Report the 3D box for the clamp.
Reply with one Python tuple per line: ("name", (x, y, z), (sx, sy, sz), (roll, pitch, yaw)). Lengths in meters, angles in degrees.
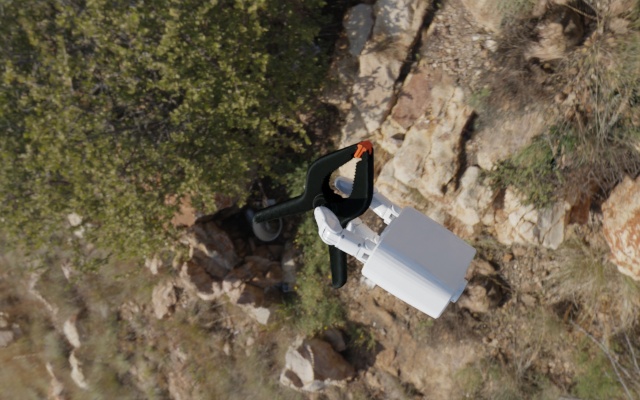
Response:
("clamp", (0.000, 0.002, 0.644), (0.164, 0.210, 0.036), (31, 29, 11))
